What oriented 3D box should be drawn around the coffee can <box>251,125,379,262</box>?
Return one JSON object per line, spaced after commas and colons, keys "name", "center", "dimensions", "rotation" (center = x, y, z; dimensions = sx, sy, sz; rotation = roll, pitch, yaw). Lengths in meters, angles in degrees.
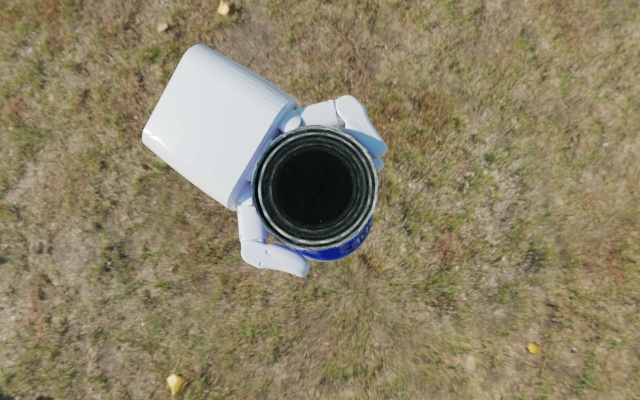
{"name": "coffee can", "center": [0.000, 0.002, 0.444], "dimensions": [0.103, 0.102, 0.140], "rotation": [0, -10, 4]}
